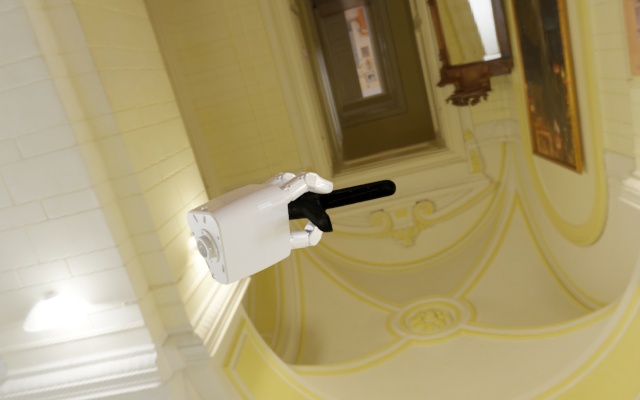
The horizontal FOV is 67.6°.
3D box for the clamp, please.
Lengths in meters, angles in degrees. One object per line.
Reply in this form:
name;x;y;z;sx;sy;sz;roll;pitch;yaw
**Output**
clamp;0.000;0.003;0.731;0.164;0.036;0.210;-24;17;-37
